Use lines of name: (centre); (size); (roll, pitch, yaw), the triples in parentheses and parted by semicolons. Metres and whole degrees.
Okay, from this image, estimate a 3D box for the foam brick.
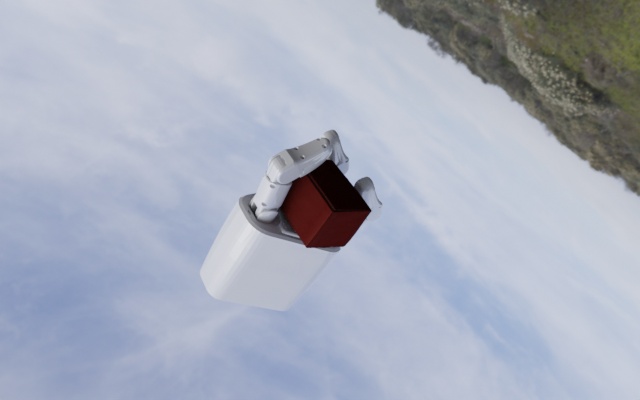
foam brick: (0.000, 0.002, 0.460); (0.053, 0.051, 0.078); (3, 40, -43)
